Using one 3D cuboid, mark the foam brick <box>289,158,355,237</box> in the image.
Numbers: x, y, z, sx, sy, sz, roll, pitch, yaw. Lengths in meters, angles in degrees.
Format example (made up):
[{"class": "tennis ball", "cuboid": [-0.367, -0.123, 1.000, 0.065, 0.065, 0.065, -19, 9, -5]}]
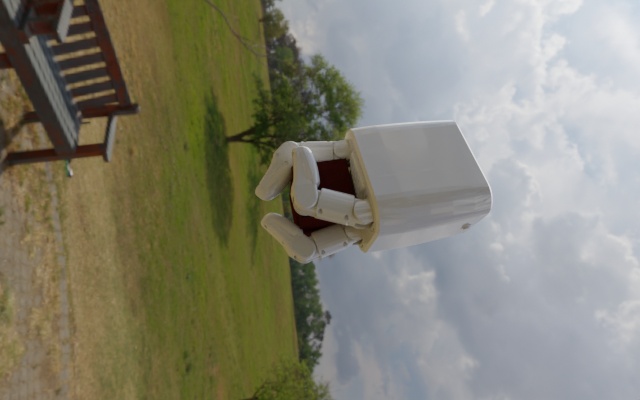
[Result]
[{"class": "foam brick", "cuboid": [0.000, 0.002, 0.460, 0.051, 0.053, 0.078, -9, -19, -9]}]
